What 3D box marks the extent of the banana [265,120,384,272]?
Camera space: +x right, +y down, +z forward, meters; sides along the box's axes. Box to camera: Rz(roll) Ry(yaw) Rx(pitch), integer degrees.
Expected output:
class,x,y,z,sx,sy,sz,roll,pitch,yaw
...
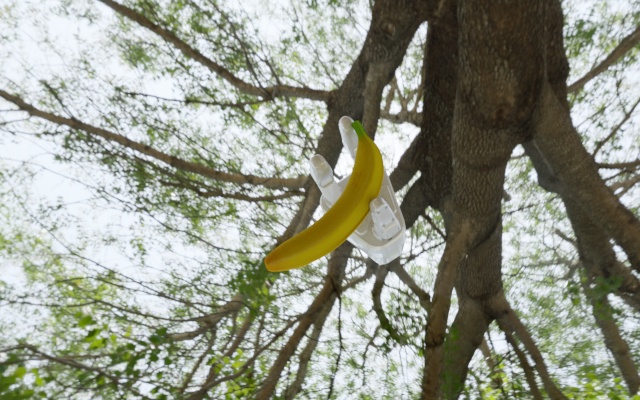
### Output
class,x,y,z,sx,sy,sz,roll,pitch,yaw
banana,0.017,0.008,0.532,0.069,0.197,0.037,29,-12,16
